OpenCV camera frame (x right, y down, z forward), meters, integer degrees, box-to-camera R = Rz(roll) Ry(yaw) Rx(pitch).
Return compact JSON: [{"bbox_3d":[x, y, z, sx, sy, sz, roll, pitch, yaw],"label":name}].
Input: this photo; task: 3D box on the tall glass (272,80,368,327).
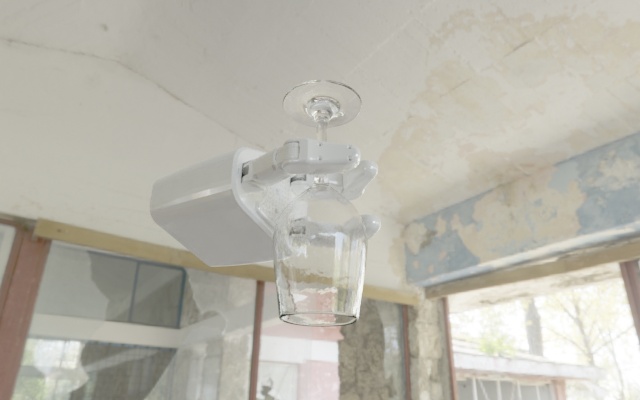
[{"bbox_3d":[0.000,0.001,0.408,0.079,0.201,0.079,1,-24,0],"label":"tall glass"}]
